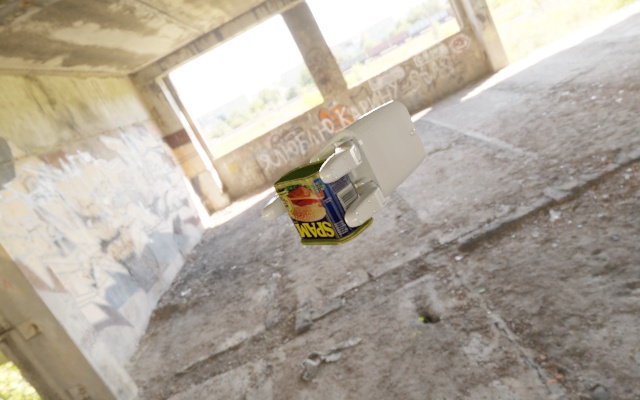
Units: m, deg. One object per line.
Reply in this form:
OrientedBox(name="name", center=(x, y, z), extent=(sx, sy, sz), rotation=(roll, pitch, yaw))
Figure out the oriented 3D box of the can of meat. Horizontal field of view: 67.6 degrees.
OrientedBox(name="can of meat", center=(0.000, 0.002, 0.553), extent=(0.057, 0.084, 0.102), rotation=(-36, 16, -32))
